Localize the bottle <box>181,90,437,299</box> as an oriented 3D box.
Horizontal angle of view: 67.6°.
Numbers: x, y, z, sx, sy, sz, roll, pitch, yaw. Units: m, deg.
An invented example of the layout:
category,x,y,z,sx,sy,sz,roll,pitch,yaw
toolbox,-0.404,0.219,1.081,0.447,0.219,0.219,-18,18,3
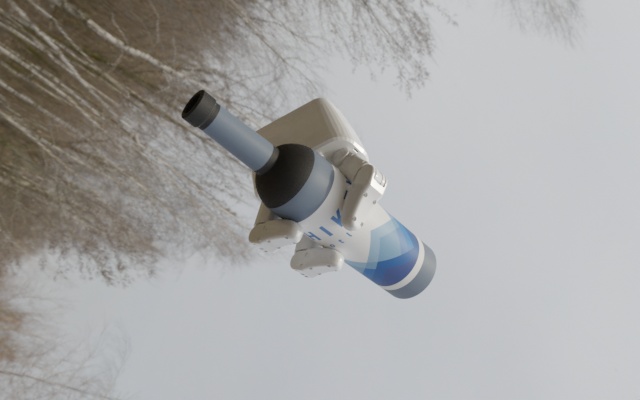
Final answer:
category,x,y,z,sx,sy,sz,roll,pitch,yaw
bottle,0.000,0.002,0.444,0.296,0.069,0.069,38,-22,-32
